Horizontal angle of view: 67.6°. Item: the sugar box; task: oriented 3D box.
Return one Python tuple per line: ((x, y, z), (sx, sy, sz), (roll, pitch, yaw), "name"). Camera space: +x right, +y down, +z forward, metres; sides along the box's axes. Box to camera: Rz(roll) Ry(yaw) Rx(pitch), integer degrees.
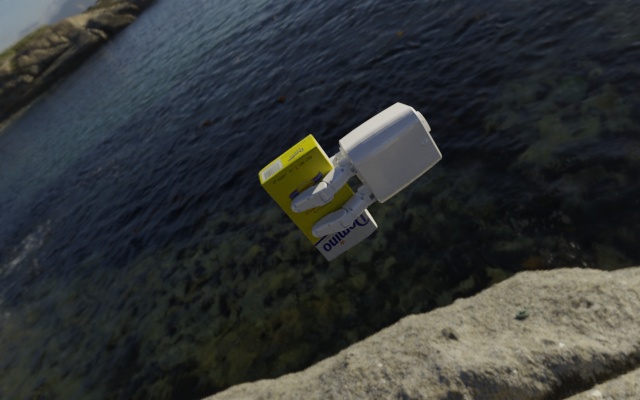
((0.000, 0.002, 0.682), (0.093, 0.176, 0.048), (-35, 31, 8), "sugar box")
